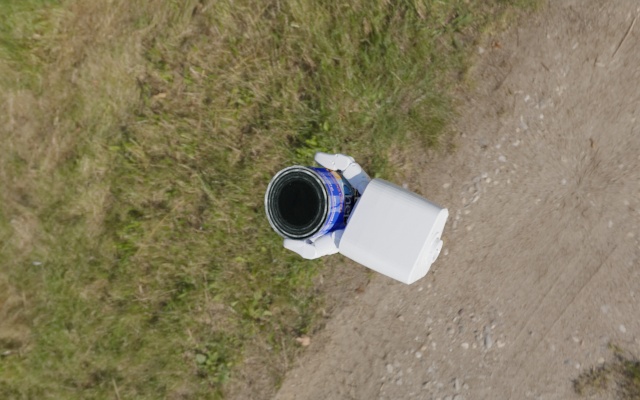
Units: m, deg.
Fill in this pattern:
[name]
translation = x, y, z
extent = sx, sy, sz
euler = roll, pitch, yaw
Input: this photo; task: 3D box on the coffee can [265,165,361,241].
[coffee can]
translation = 0.000, 0.002, 0.698
extent = 0.103, 0.103, 0.140
euler = 0, 1, 28
